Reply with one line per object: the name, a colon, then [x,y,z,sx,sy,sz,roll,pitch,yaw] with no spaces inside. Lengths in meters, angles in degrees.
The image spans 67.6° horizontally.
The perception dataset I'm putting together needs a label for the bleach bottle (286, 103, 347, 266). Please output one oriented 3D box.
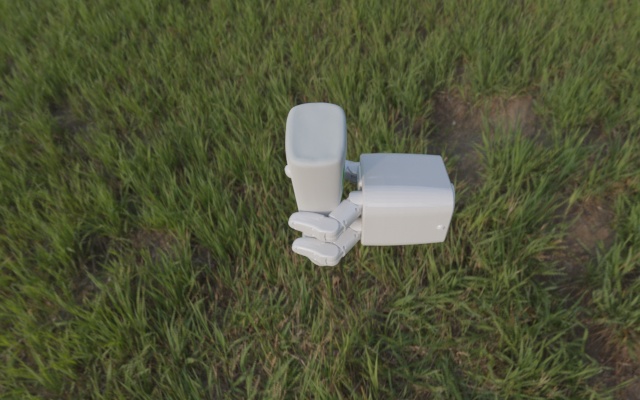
bleach bottle: [0.000,0.002,0.617,0.068,0.102,0.251,-1,-37,3]
